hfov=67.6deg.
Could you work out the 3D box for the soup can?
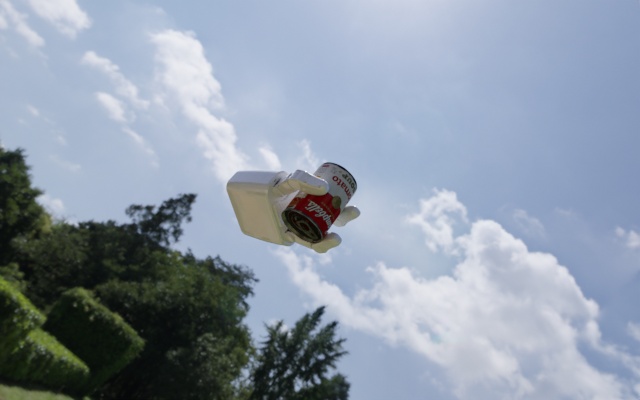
[{"bbox_3d":[0.001,0.002,0.687,0.068,0.068,0.102,0,44,47],"label":"soup can"}]
